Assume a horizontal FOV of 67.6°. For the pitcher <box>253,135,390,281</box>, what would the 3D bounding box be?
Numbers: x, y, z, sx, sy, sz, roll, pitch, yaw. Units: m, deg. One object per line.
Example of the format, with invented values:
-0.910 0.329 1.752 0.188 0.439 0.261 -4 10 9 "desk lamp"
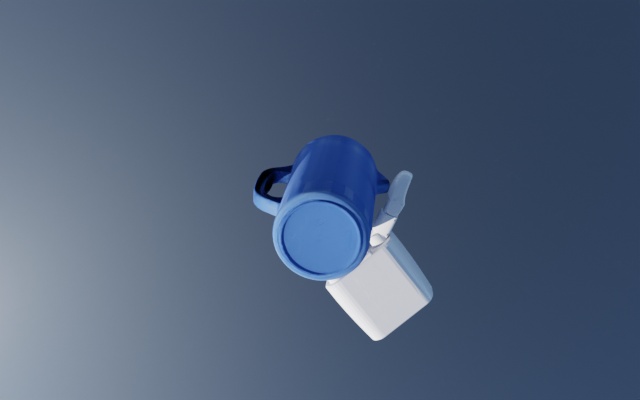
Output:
0.000 0.002 0.625 0.149 0.145 0.242 -37 12 16 "pitcher"
